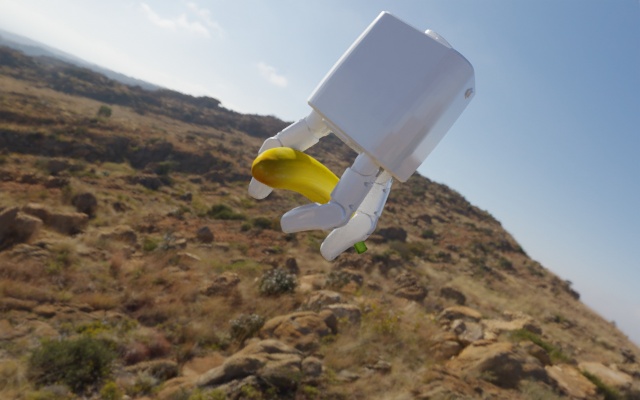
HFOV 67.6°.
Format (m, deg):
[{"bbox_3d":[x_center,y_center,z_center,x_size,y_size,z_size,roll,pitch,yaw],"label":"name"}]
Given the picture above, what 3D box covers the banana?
[{"bbox_3d":[-0.005,-0.011,0.460,0.037,0.069,0.198,-37,-38,13],"label":"banana"}]
